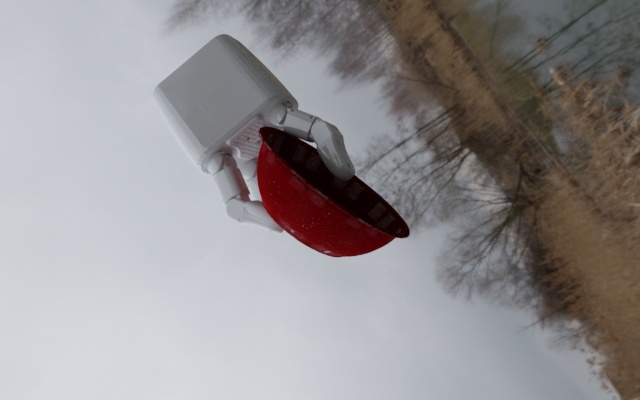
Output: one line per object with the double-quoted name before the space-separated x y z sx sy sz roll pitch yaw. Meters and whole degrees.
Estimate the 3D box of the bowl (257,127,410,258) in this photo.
"bowl" 0.001 0.003 0.430 0.162 0.055 0.162 33 13 -9
